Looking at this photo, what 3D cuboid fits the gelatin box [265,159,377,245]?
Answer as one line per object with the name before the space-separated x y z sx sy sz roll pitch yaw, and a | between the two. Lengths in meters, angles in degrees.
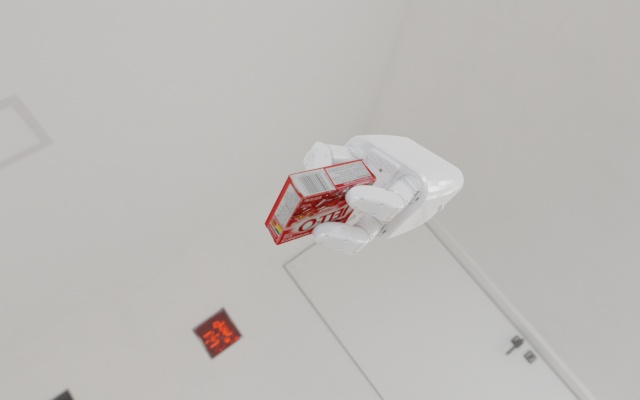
gelatin box | 0.000 0.001 0.448 0.089 0.030 0.073 -15 -29 -37
